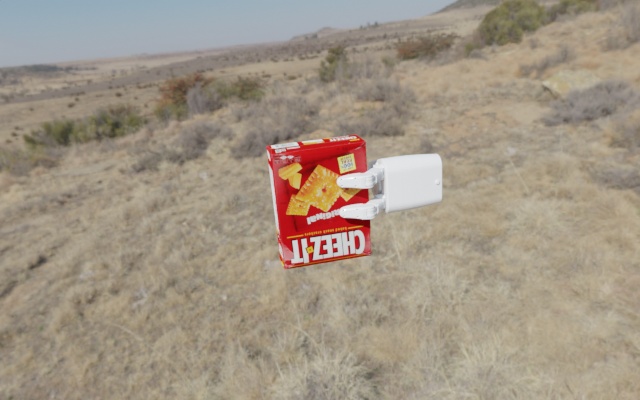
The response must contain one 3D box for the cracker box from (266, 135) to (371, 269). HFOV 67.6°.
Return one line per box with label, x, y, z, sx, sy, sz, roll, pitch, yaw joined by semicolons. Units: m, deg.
cracker box;0.000;0.003;0.839;0.164;0.214;0.072;-8;19;-9
